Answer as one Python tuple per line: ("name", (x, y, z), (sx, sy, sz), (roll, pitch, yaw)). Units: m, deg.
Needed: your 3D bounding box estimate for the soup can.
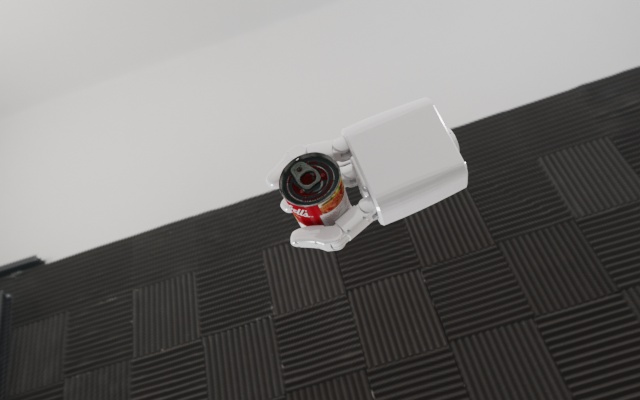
("soup can", (0.000, 0.002, 0.545), (0.068, 0.068, 0.102), (0, -30, 16))
